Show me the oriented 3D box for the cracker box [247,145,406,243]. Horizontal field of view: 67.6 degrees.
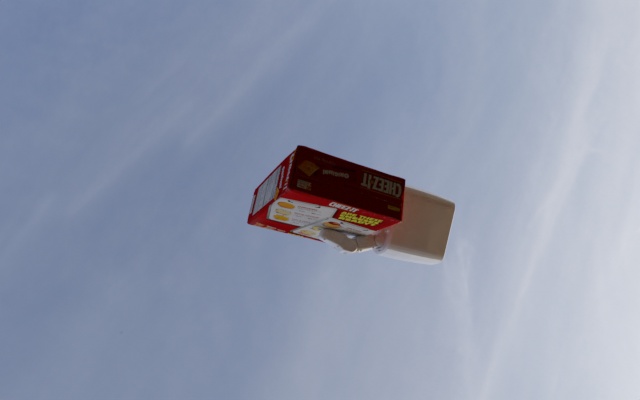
[{"bbox_3d":[0.000,0.003,0.707,0.164,0.072,0.214,15,-20,-19],"label":"cracker box"}]
